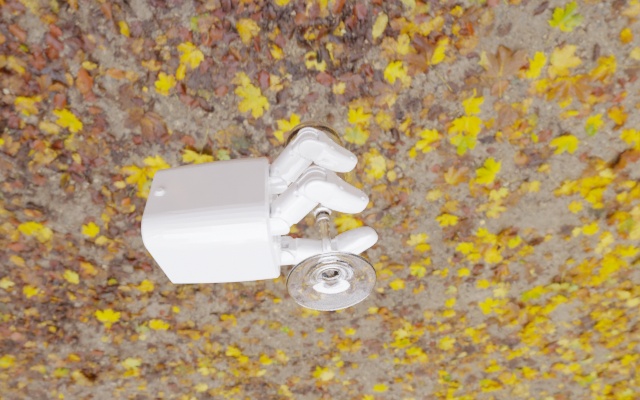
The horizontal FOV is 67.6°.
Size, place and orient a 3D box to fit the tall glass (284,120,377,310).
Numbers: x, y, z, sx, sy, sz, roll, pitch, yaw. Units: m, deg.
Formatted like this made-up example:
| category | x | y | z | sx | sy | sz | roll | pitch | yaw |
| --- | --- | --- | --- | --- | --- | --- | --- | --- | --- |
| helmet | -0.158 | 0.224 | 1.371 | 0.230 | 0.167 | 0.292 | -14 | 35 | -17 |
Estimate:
| category | x | y | z | sx | sy | sz | roll | pitch | yaw |
| --- | --- | --- | --- | --- | --- | --- | --- | --- | --- |
| tall glass | 0.000 | 0.002 | 0.461 | 0.079 | 0.079 | 0.200 | 0 | 42 | -6 |
